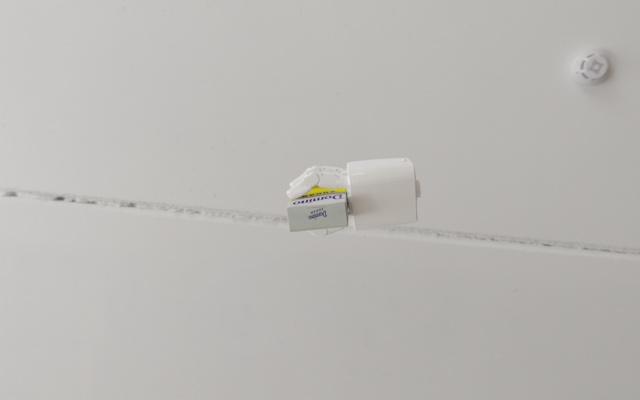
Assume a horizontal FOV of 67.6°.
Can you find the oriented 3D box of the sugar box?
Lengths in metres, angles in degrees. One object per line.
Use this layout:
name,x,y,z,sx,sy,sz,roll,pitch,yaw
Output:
sugar box,0.000,0.002,0.802,0.093,0.048,0.176,-6,12,4
